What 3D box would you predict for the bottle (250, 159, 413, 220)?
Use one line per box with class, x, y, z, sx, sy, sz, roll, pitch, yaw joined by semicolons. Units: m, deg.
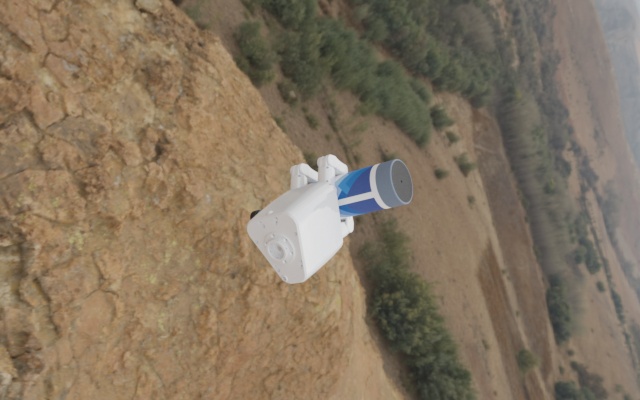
bottle;0.000;0.002;0.765;0.296;0.069;0.069;-14;-9;35
